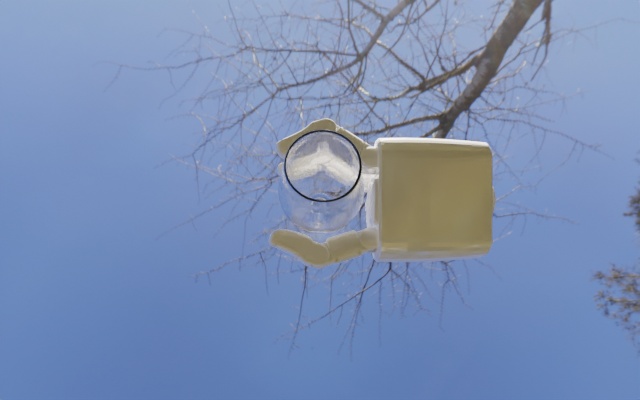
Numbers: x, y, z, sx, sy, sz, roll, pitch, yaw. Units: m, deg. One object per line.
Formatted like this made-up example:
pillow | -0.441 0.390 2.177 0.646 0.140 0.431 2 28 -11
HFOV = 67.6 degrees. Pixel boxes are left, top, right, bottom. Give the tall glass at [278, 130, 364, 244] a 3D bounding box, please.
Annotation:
tall glass | 0.000 0.002 0.469 0.079 0.079 0.201 0 -17 -1
